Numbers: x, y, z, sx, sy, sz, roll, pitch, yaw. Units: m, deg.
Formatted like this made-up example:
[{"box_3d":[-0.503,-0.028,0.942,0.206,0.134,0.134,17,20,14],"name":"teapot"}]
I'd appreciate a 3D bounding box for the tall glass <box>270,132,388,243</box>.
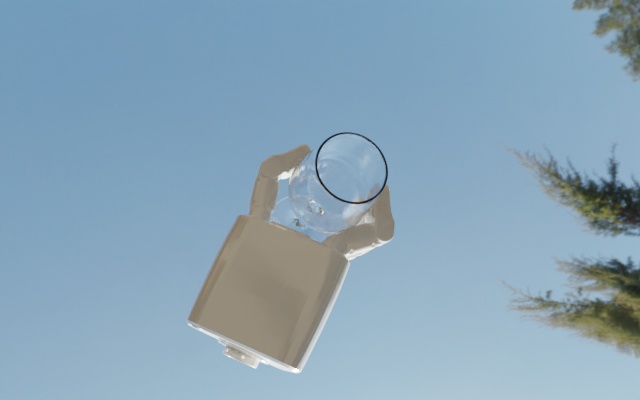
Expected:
[{"box_3d":[0.000,0.002,0.473,0.079,0.079,0.201,0,-17,-16],"name":"tall glass"}]
